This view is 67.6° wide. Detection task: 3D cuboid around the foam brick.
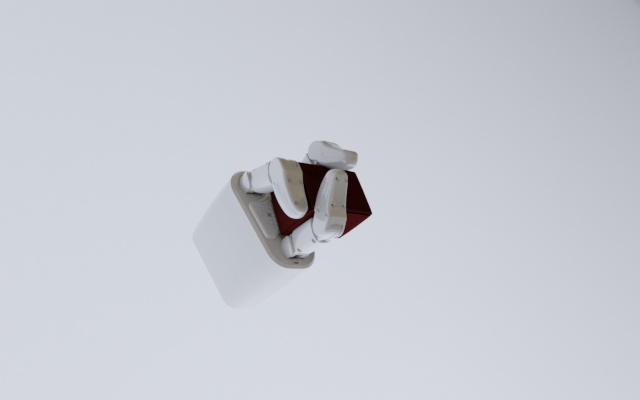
[{"bbox_3d":[0.000,0.002,0.468,0.078,0.053,0.051,7,-37,-39],"label":"foam brick"}]
